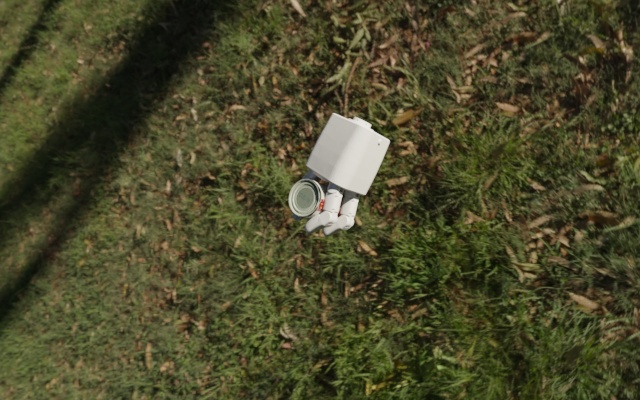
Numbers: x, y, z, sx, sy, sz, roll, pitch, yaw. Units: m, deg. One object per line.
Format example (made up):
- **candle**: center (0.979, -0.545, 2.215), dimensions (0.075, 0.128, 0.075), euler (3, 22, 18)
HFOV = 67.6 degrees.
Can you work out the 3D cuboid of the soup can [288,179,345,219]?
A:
- **soup can**: center (0.000, 0.003, 0.839), dimensions (0.068, 0.068, 0.102), euler (0, -8, 34)
